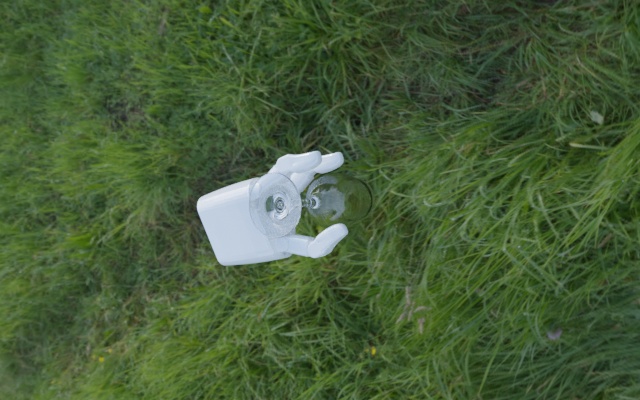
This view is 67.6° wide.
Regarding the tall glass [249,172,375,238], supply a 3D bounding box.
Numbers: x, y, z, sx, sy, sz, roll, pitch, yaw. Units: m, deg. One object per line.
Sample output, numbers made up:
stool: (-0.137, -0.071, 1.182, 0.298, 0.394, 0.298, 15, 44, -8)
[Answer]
tall glass: (0.000, 0.002, 0.622, 0.079, 0.079, 0.201, 0, 2, 33)
